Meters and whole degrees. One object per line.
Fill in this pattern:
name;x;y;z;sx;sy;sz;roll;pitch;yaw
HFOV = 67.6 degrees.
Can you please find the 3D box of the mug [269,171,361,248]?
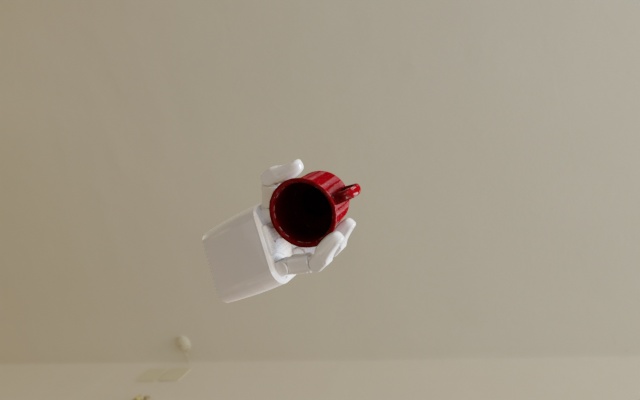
mug;0.001;0.001;0.636;0.117;0.093;0.081;-23;5;25
